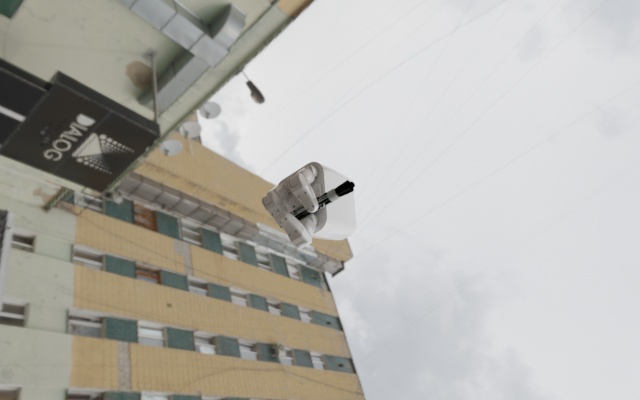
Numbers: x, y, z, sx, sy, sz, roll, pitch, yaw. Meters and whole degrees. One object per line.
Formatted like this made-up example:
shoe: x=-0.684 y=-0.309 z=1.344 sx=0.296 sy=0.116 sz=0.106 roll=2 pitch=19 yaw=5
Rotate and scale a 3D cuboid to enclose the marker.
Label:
marker: x=0.000 y=0.002 z=0.714 sx=0.121 sy=0.020 sz=0.020 roll=-29 pitch=-14 yaw=26
